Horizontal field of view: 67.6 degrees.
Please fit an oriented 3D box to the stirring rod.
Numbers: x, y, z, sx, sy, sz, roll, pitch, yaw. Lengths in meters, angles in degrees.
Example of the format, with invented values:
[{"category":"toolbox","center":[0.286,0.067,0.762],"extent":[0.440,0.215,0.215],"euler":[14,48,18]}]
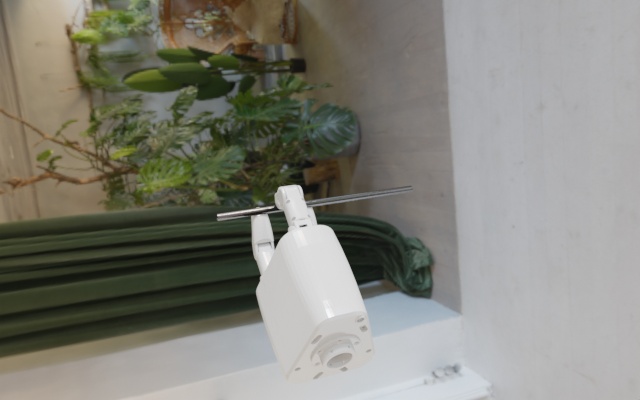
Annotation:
[{"category":"stirring rod","center":[0.000,0.002,0.560],"extent":[0.239,0.011,0.011],"euler":[-8,2,-18]}]
